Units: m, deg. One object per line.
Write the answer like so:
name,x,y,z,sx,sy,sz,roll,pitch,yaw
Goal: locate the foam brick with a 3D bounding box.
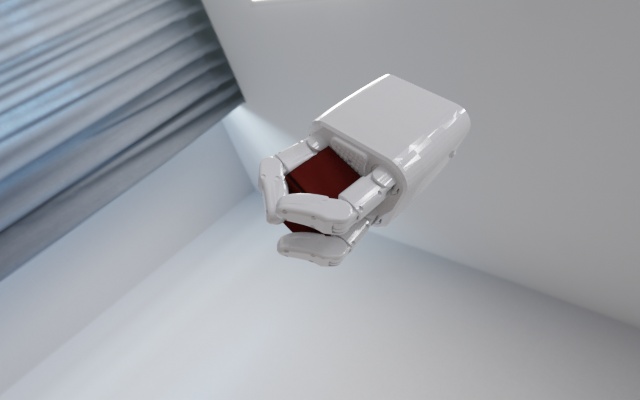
foam brick,0.000,0.002,0.435,0.051,0.053,0.078,-37,-17,-26
